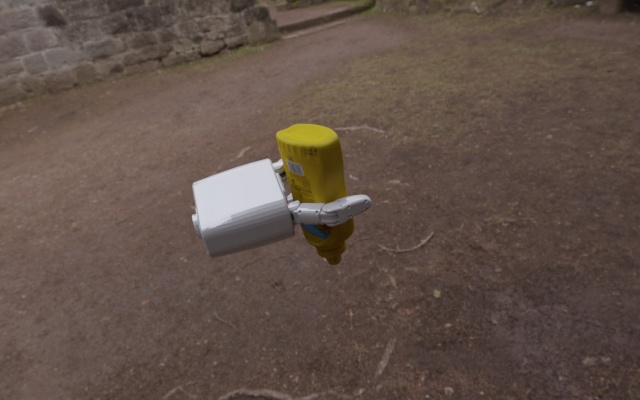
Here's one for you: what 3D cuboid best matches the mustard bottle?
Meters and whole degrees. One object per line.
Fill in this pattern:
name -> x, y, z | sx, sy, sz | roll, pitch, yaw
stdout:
mustard bottle -> 0.000, 0.002, 0.613 | 0.058, 0.192, 0.096 | -29, 32, -29
